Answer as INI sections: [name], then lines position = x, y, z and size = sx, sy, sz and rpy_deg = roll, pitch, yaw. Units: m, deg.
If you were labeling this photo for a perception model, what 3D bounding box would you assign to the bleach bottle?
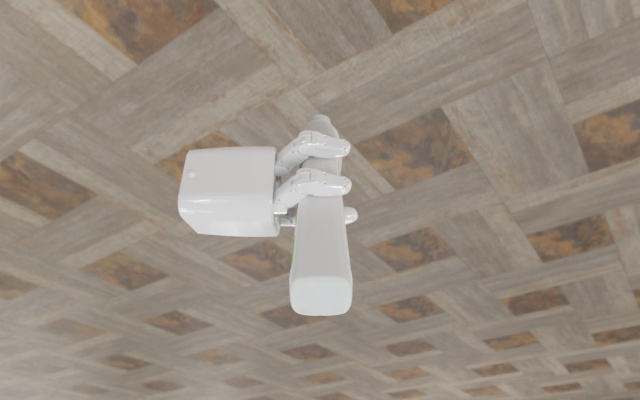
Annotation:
[bleach bottle]
position = 0.000, 0.002, 0.577
size = 0.068, 0.250, 0.103
rpy_deg = 0, -35, 0
